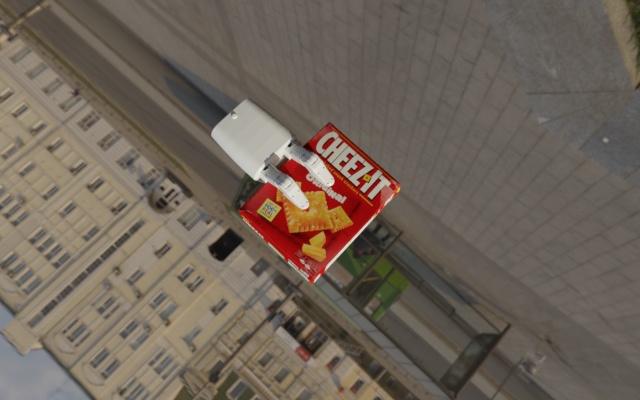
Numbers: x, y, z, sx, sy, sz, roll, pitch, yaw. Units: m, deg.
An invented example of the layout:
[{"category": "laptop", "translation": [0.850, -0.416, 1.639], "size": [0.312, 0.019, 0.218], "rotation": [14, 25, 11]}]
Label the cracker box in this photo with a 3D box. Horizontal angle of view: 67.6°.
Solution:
[{"category": "cracker box", "translation": [0.000, 0.003, 0.782], "size": [0.164, 0.213, 0.072], "rotation": [42, -13, 8]}]
